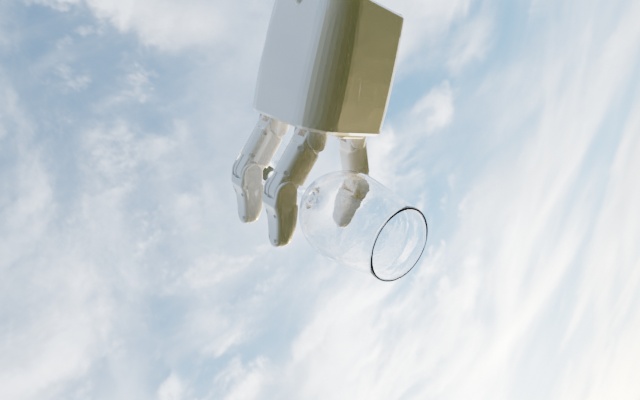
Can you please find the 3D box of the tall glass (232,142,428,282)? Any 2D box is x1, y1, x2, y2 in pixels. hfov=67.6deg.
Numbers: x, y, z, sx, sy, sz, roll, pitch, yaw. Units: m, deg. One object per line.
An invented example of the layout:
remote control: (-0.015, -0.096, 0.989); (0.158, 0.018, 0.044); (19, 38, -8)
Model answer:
tall glass: (0.000, 0.001, 0.432); (0.079, 0.079, 0.201); (0, 19, -40)
